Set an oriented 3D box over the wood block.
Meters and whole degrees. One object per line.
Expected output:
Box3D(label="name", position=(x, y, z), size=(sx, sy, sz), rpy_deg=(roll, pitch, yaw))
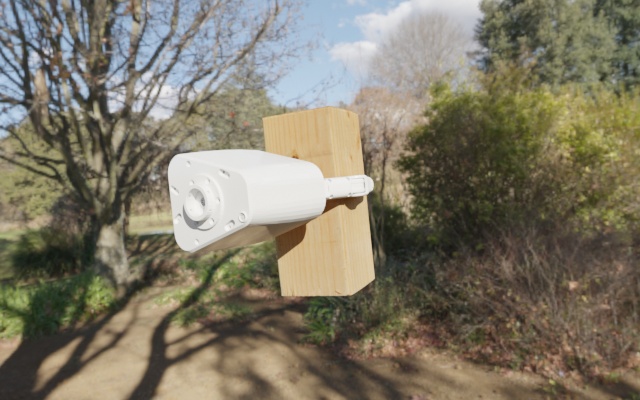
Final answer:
Box3D(label="wood block", position=(0.000, 0.002, 0.568), size=(0.091, 0.206, 0.090), rpy_deg=(-5, 2, 24))
